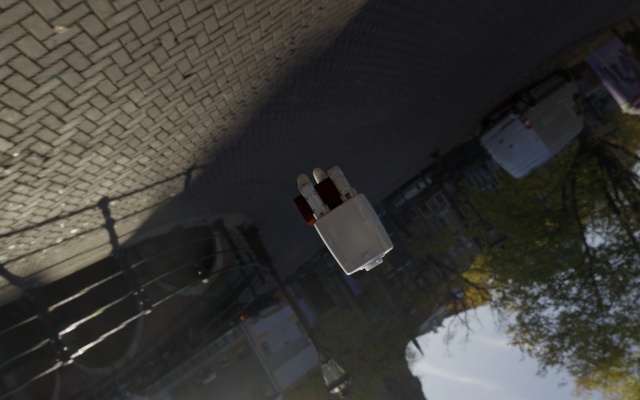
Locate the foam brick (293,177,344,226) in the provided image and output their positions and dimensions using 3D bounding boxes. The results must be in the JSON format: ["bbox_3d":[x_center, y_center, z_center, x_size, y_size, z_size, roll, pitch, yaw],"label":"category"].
[{"bbox_3d":[0.000,0.003,0.852,0.078,0.051,0.053,-32,-13,5],"label":"foam brick"}]
